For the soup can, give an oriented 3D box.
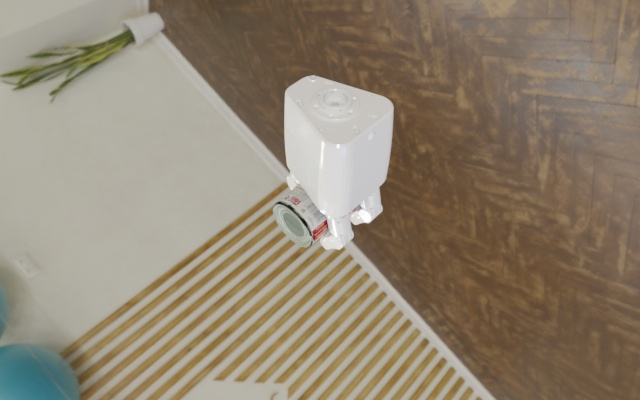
[{"bbox_3d":[0.000,0.002,0.593,0.102,0.068,0.068,-40,21,-27],"label":"soup can"}]
